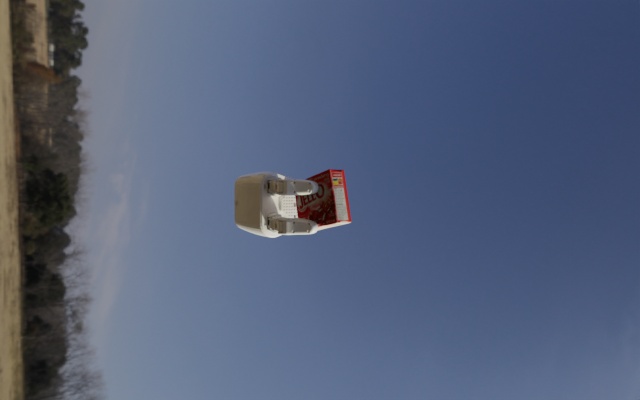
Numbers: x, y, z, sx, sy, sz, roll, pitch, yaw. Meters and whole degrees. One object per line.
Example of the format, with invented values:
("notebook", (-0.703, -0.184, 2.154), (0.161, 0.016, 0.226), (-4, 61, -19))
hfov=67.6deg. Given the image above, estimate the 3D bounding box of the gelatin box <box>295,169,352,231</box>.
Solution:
("gelatin box", (0.001, 0.002, 0.664), (0.030, 0.073, 0.089), (-1, -11, -38))
